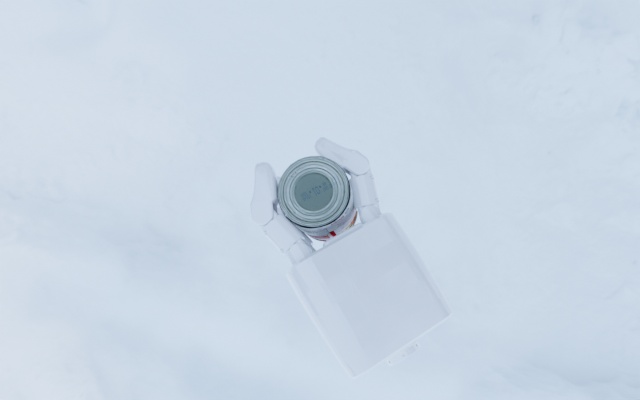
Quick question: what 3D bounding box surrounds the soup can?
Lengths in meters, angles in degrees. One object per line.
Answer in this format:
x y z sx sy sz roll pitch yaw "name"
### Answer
0.000 0.001 0.470 0.068 0.068 0.102 0 -11 8 "soup can"
